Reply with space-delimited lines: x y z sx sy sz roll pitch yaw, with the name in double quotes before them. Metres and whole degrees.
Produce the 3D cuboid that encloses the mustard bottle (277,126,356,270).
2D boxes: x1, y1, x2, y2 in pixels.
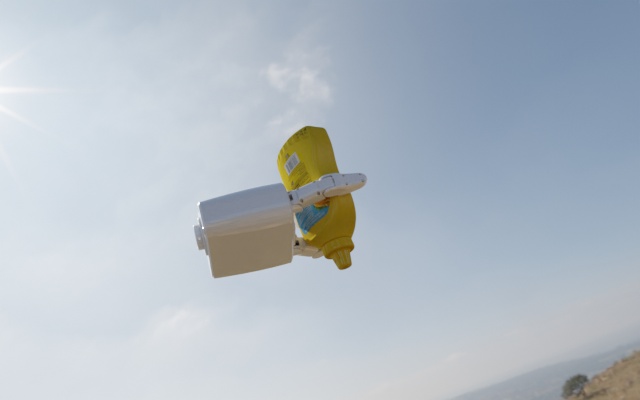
"mustard bottle" 0.000 0.002 0.633 0.058 0.191 0.096 1 -33 -38
